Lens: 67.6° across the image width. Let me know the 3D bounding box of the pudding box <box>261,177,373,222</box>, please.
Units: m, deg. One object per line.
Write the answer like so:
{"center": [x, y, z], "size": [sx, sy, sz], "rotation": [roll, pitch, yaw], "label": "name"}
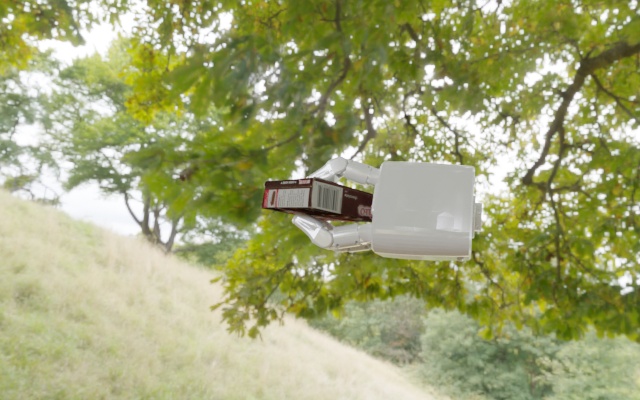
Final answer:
{"center": [0.000, 0.002, 0.581], "size": [0.113, 0.039, 0.090], "rotation": [16, -13, -43], "label": "pudding box"}
